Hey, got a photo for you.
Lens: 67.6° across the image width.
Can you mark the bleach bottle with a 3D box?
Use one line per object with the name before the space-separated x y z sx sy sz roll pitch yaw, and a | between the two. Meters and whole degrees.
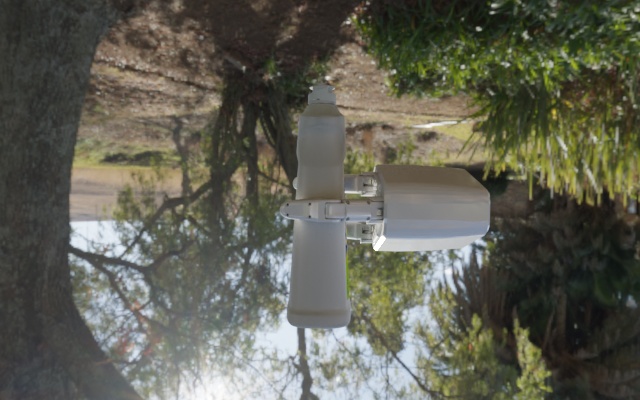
bleach bottle | 0.000 0.002 0.519 0.068 0.251 0.102 1 2 0
